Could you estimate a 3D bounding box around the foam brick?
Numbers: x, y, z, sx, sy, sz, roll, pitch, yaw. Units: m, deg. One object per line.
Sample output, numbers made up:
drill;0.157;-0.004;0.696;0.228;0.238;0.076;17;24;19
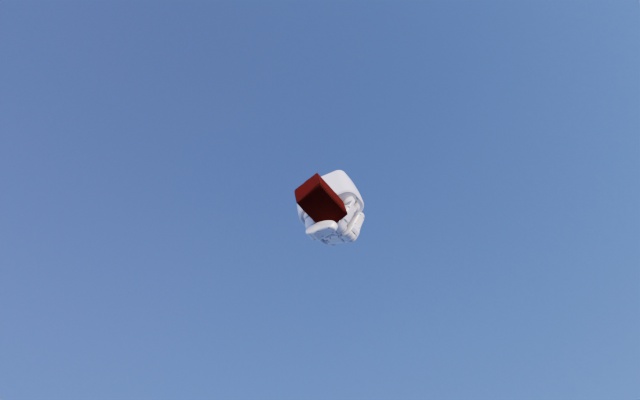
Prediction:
foam brick;0.000;0.002;0.810;0.053;0.078;0.051;-37;26;11
